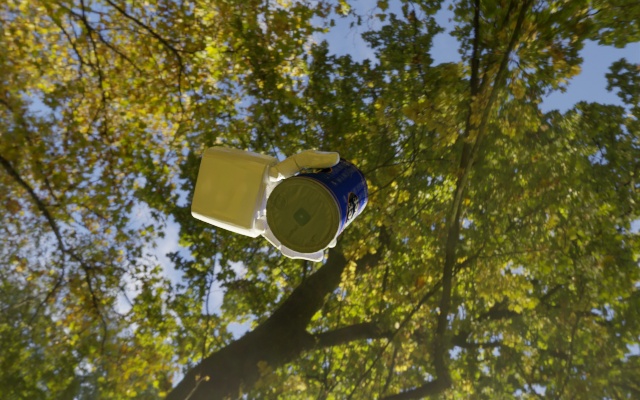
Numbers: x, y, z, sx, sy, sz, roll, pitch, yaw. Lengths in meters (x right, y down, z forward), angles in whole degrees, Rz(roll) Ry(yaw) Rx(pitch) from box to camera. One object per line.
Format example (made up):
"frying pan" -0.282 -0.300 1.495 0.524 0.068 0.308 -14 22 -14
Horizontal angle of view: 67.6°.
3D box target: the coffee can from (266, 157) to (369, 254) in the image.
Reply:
"coffee can" 0.000 0.002 0.671 0.103 0.103 0.140 0 16 22
